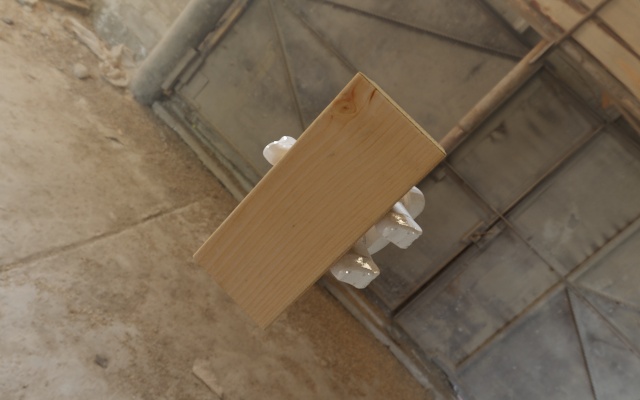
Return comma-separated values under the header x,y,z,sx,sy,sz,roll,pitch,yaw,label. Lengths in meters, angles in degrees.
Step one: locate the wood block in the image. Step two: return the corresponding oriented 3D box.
x,y,z,sx,sy,sz,roll,pitch,yaw,label
0.000,0.001,0.414,0.206,0.091,0.090,-46,-3,16,wood block
